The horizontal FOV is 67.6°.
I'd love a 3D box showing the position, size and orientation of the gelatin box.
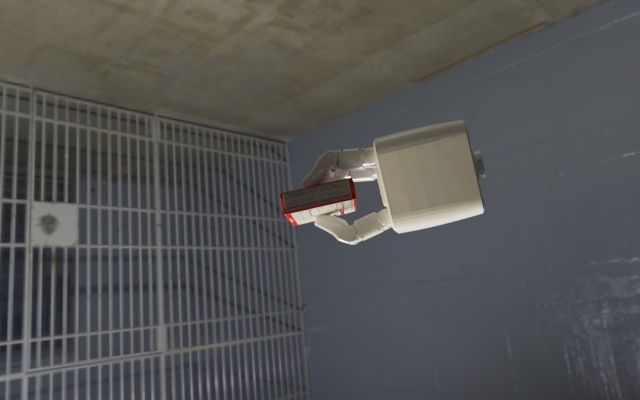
[{"bbox_3d":[0.000,0.002,0.591,0.089,0.030,0.073,-14,-14,2],"label":"gelatin box"}]
